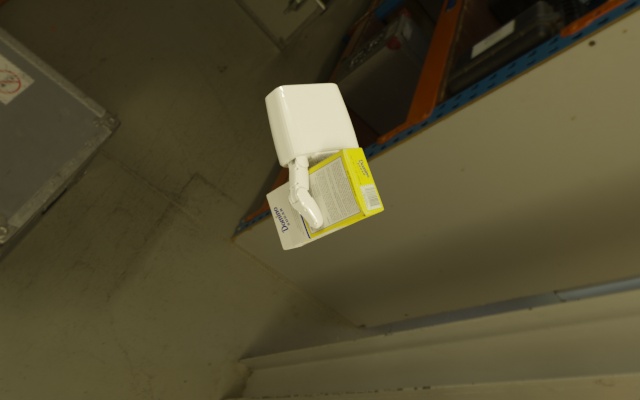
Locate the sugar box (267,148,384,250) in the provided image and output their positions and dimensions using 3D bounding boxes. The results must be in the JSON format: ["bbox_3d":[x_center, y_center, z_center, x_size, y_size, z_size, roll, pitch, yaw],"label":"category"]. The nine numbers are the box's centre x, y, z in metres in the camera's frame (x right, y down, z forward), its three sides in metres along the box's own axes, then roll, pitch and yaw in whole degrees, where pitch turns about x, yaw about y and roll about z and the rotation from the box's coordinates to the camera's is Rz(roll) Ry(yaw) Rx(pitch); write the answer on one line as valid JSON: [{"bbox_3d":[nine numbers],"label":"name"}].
[{"bbox_3d":[0.001,0.002,0.682,0.048,0.093,0.176,-10,-11,-43],"label":"sugar box"}]
